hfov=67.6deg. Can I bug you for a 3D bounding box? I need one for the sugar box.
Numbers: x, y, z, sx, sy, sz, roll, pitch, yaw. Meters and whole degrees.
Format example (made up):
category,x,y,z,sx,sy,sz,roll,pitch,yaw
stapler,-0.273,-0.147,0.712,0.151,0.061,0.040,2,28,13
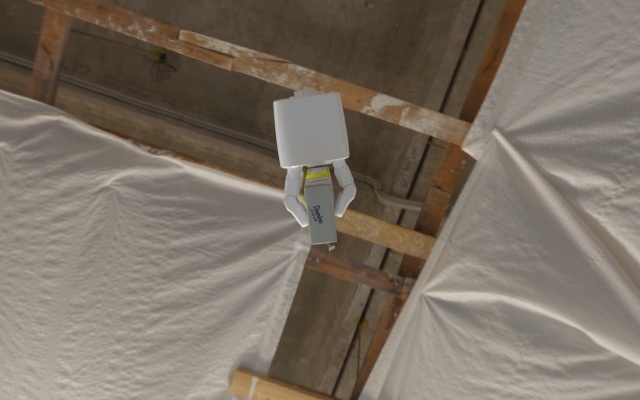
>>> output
category,x,y,z,sx,sy,sz,roll,pitch,yaw
sugar box,0.000,0.003,0.796,0.048,0.093,0.176,-6,12,4
